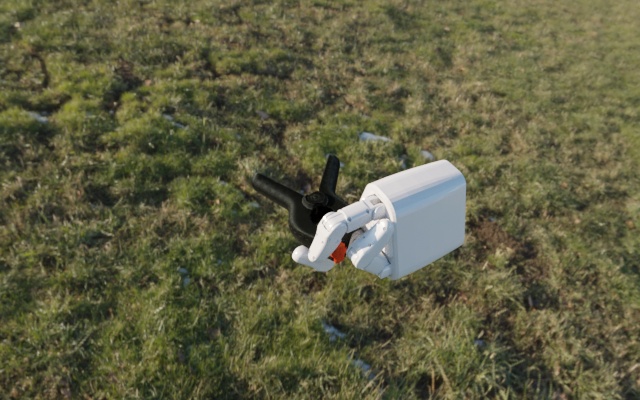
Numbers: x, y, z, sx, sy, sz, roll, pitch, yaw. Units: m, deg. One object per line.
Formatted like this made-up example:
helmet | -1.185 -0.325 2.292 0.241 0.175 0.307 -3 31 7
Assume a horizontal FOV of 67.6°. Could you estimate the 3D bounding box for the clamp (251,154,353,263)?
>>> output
clamp | 0.000 0.002 0.588 0.120 0.039 0.171 -27 51 -15
